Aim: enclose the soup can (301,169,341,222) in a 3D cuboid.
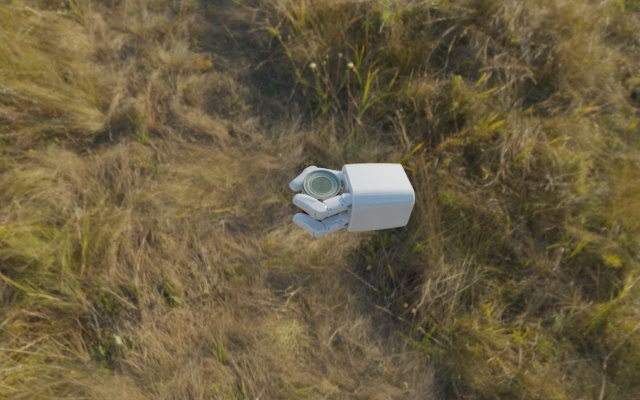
[{"bbox_3d":[0.000,0.002,0.839,0.068,0.068,0.102,0,-36,-4],"label":"soup can"}]
